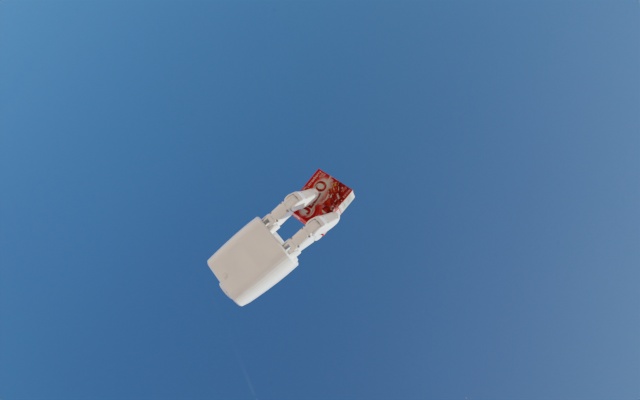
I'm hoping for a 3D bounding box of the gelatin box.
[{"bbox_3d":[0.000,0.002,0.780,0.073,0.089,0.030,34,-15,24],"label":"gelatin box"}]
